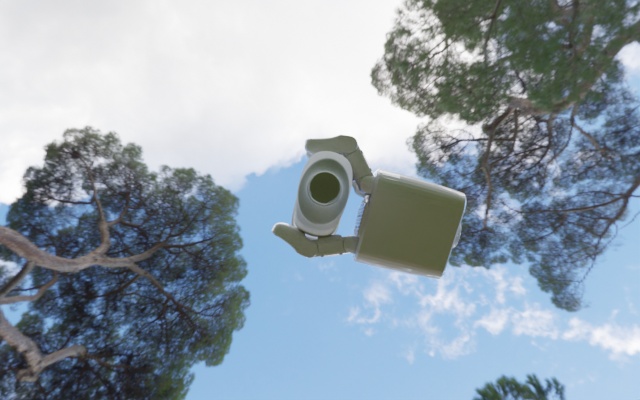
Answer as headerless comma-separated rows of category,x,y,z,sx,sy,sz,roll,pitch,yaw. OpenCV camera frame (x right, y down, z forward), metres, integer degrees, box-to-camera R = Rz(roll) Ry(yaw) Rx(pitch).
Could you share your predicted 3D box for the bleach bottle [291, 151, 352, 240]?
bleach bottle,0.000,0.002,0.556,0.068,0.102,0.251,14,-2,0
